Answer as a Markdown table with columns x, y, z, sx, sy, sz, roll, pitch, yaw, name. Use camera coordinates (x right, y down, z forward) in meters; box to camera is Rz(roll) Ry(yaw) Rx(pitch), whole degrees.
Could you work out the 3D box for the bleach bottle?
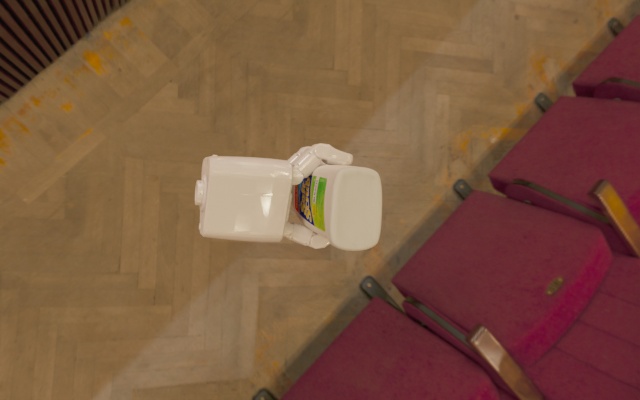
| x | y | z | sx | sy | sz | roll | pitch | yaw | name |
| --- | --- | --- | --- | --- | --- | --- | --- | --- | --- |
| 0.000 | 0.002 | 0.668 | 0.068 | 0.102 | 0.251 | 2 | 2 | -20 | bleach bottle |
